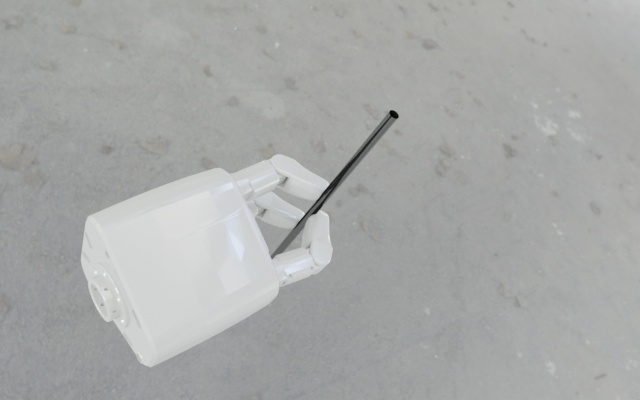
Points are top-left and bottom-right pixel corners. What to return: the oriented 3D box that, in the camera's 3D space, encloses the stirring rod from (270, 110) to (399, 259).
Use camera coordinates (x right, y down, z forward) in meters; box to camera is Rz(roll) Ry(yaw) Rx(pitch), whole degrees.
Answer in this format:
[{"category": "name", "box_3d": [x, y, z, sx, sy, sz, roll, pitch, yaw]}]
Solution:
[{"category": "stirring rod", "box_3d": [0.000, 0.001, 0.424, 0.011, 0.011, 0.240, 0, -31, -30]}]
